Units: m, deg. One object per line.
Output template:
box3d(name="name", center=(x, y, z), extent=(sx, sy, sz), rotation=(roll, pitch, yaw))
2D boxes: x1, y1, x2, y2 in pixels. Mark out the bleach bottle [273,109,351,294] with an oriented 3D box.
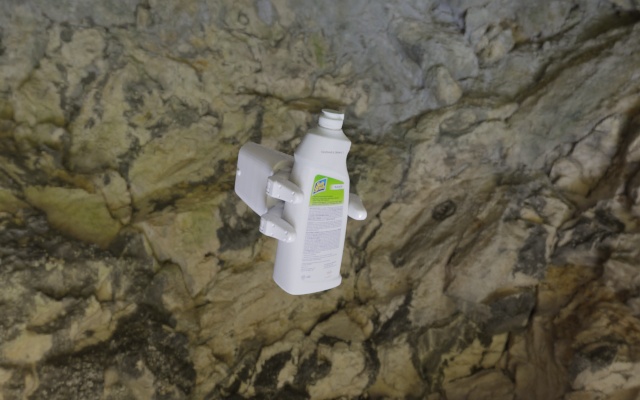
box3d(name="bleach bottle", center=(0.000, 0.002, 0.655), extent=(0.102, 0.251, 0.068), rotation=(-6, 25, -38))
